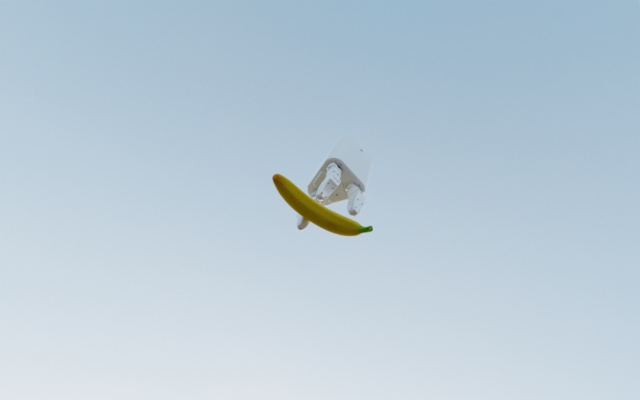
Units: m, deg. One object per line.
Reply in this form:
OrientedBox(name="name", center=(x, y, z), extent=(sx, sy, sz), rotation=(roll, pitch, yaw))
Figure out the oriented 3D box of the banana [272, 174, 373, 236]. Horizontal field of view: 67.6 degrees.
OrientedBox(name="banana", center=(-0.003, 0.016, 0.855), extent=(0.198, 0.037, 0.070), rotation=(28, -43, 0))
